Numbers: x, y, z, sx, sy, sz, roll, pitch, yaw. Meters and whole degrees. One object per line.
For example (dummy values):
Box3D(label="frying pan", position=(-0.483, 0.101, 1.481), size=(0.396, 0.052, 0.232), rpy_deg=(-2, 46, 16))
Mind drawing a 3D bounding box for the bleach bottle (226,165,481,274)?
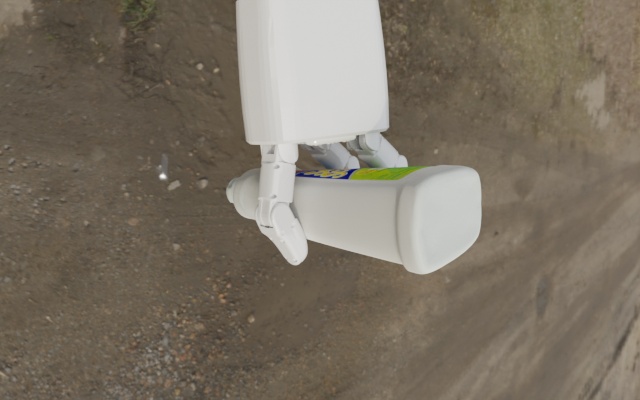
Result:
Box3D(label="bleach bottle", position=(0.000, 0.001, 0.413), size=(0.251, 0.068, 0.102), rpy_deg=(6, 15, 42))
